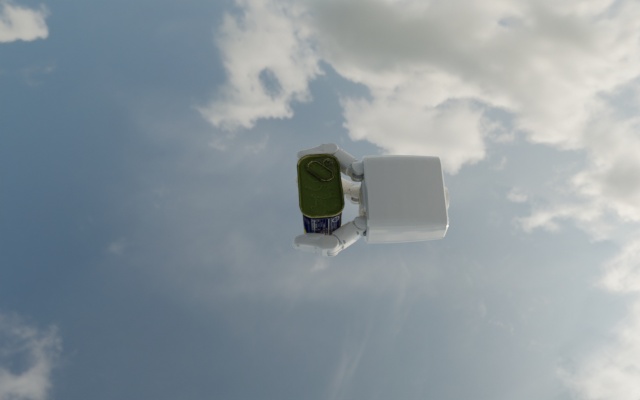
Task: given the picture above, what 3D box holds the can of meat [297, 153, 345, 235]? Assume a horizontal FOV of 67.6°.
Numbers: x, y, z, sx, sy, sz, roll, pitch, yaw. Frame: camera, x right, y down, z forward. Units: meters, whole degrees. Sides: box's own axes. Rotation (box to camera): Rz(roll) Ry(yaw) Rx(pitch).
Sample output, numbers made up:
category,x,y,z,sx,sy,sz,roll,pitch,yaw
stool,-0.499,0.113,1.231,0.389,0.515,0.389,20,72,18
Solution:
category,x,y,z,sx,sy,sz,roll,pitch,yaw
can of meat,0.000,0.002,0.647,0.057,0.102,0.084,-4,-35,-2
